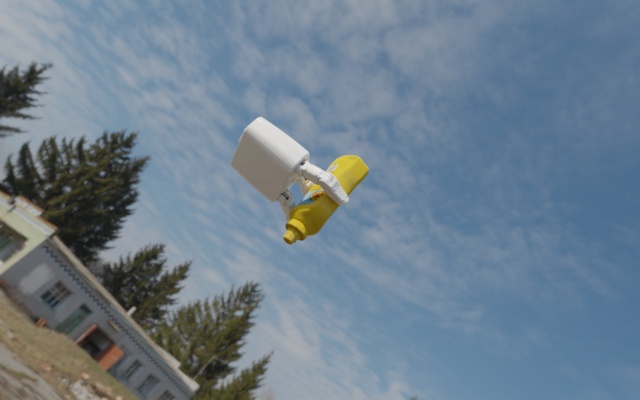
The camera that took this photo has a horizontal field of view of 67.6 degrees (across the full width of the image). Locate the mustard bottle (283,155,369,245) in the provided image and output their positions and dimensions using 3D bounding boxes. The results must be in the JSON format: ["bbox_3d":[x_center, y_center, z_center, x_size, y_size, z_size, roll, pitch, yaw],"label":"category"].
[{"bbox_3d":[0.001,0.003,0.826,0.191,0.058,0.096,-49,18,-28],"label":"mustard bottle"}]
